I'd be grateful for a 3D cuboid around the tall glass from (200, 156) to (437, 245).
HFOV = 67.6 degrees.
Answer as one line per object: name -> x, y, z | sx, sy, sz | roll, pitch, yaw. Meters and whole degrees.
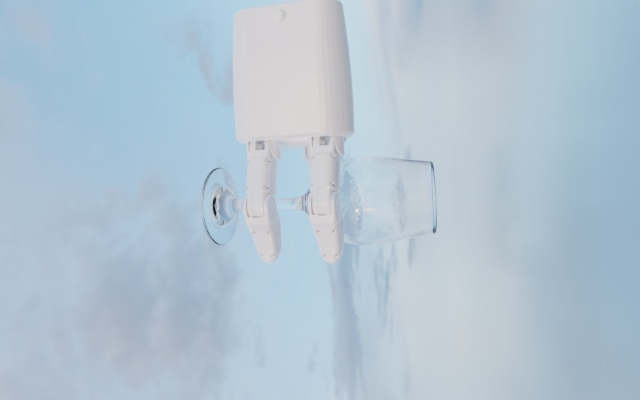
tall glass -> -0.001, 0.002, 0.429 | 0.201, 0.079, 0.079 | -2, -1, 16
